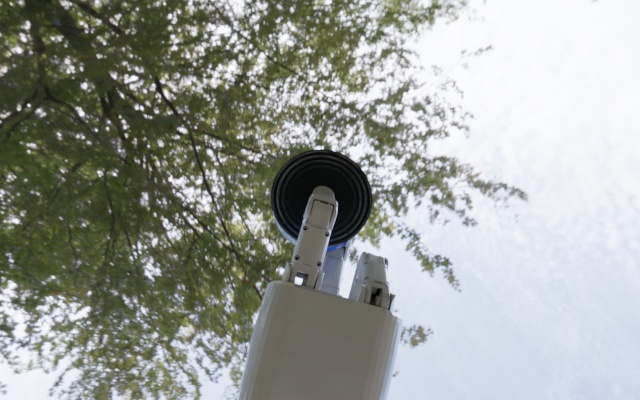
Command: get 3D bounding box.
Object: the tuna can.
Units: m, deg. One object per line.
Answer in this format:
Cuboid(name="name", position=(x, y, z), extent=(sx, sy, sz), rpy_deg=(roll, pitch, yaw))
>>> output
Cuboid(name="tuna can", position=(0.000, 0.001, 0.416), extent=(0.086, 0.086, 0.034), rpy_deg=(0, -16, -4))
